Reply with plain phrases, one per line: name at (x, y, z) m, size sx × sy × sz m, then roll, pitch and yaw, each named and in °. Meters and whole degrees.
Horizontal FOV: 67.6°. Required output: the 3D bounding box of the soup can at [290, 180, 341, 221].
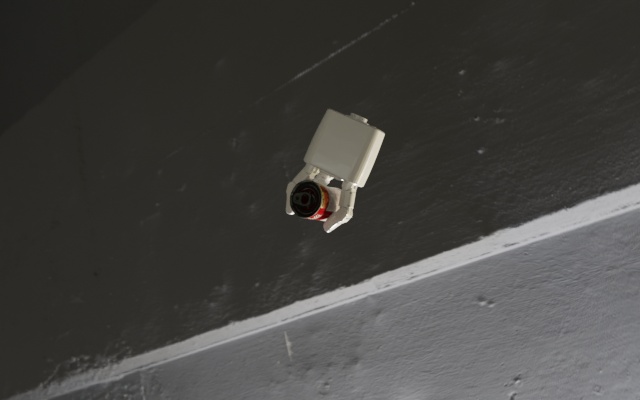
soup can at (0.000, 0.003, 0.876) m, size 0.068 × 0.068 × 0.102 m, roll 0°, pitch -6°, yaw 32°
